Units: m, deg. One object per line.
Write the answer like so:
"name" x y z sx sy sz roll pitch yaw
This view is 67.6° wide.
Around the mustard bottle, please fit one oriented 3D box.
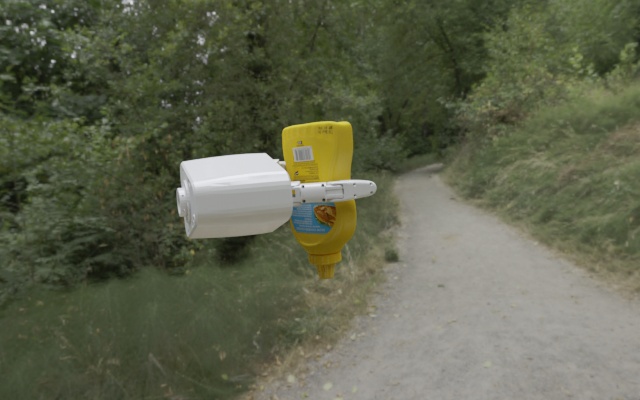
"mustard bottle" 0.000 0.002 0.592 0.096 0.191 0.058 0 7 43
